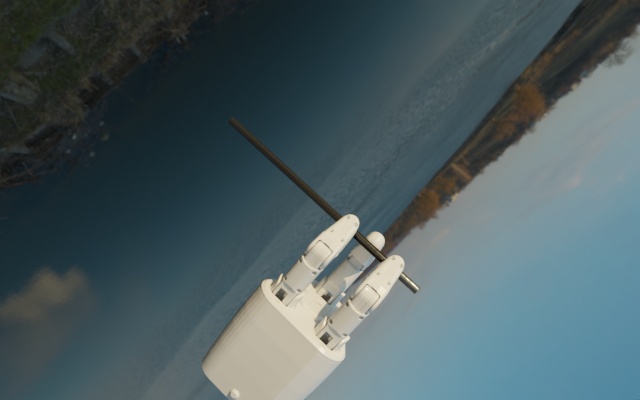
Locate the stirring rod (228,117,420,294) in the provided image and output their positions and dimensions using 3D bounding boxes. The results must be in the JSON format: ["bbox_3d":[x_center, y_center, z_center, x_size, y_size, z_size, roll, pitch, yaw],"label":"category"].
[{"bbox_3d":[0.000,0.001,0.451,0.239,0.011,0.011,43,8,9],"label":"stirring rod"}]
